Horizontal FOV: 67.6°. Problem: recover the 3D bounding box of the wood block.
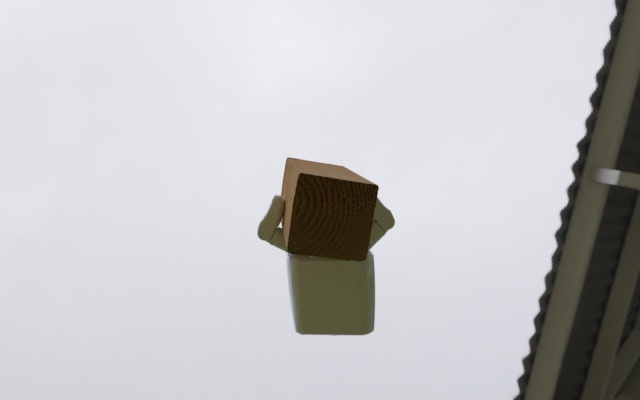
[{"bbox_3d":[0.000,0.002,0.610,0.091,0.090,0.206,8,9,-9],"label":"wood block"}]
